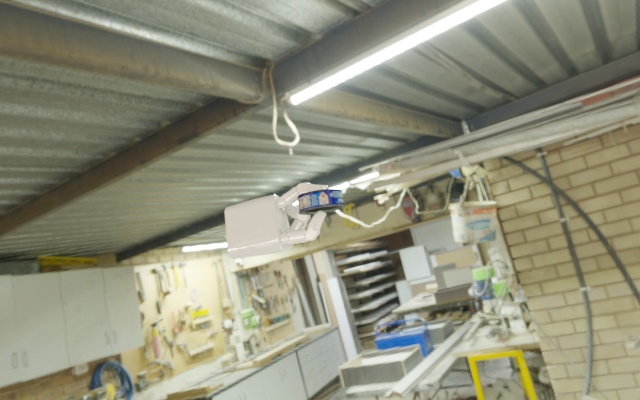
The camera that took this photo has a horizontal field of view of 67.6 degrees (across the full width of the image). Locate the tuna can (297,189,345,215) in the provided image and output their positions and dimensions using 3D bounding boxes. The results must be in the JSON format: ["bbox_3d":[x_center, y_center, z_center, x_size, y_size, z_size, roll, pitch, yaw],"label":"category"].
[{"bbox_3d":[0.000,0.002,0.889,0.086,0.033,0.086,-8,-8,-1],"label":"tuna can"}]
